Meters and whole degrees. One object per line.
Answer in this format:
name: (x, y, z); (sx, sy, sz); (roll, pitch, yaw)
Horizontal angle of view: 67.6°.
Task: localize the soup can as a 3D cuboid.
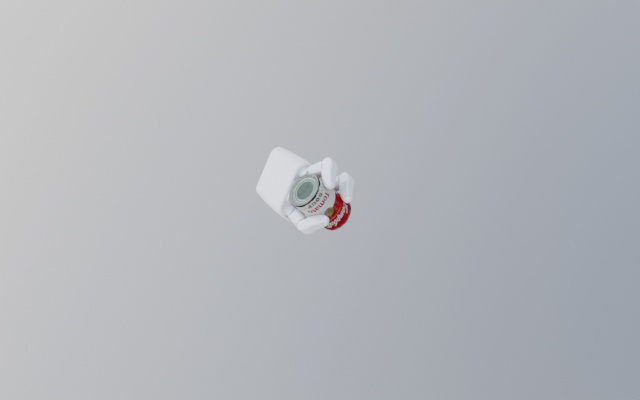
soup can: (0.000, 0.003, 0.863); (0.068, 0.068, 0.102); (0, -26, 40)
